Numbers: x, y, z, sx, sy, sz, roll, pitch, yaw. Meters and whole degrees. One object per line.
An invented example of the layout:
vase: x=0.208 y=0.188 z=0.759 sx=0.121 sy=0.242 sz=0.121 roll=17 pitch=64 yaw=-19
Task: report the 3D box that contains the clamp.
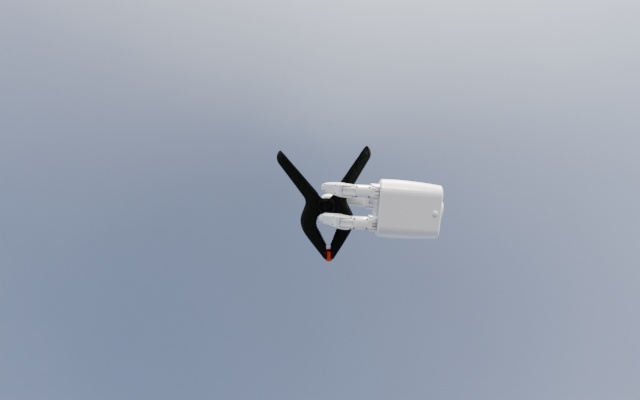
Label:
clamp: x=0.000 y=0.003 z=0.853 sx=0.164 sy=0.210 sz=0.036 roll=4 pitch=9 yaw=2
